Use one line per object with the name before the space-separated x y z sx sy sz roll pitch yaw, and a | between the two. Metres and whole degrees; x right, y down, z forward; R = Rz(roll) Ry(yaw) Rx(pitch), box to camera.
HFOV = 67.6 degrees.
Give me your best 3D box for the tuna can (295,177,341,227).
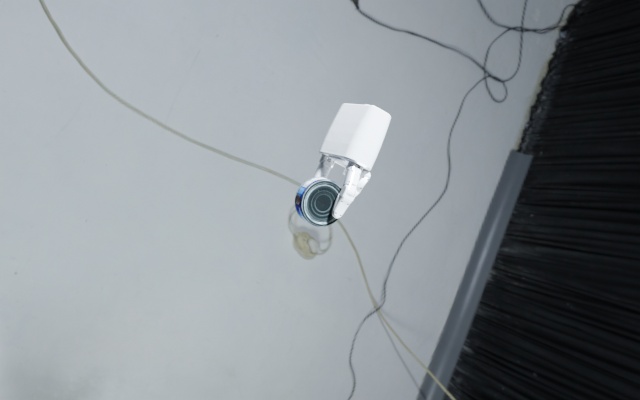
tuna can | 0.000 0.003 0.841 0.086 0.086 0.033 0 9 -22
